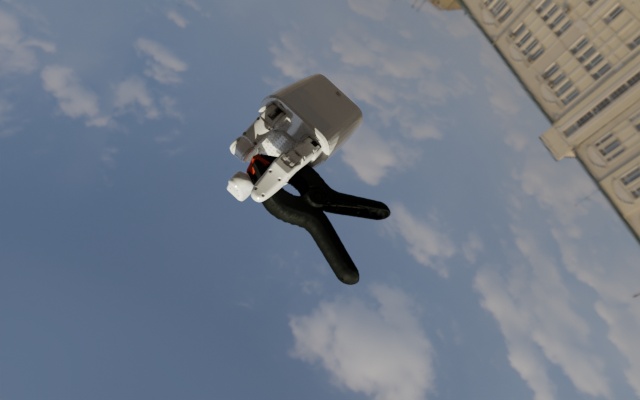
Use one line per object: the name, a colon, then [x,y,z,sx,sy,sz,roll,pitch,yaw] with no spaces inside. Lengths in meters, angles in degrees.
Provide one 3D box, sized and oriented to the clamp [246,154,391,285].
clamp: [0.000,0.002,0.531,0.039,0.171,0.120,-49,-3,42]
